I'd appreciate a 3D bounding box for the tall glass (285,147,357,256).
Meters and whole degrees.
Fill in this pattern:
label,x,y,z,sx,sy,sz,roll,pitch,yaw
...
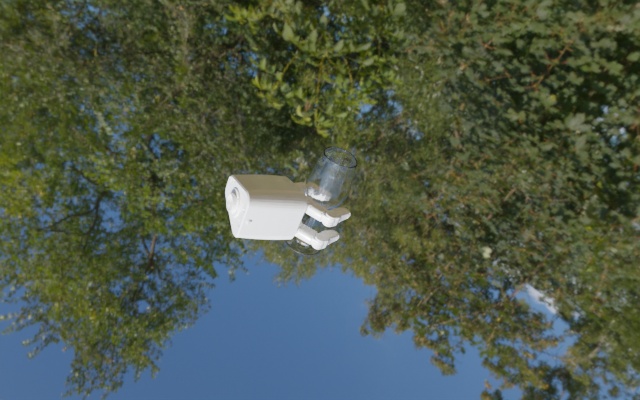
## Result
label,x,y,z,sx,sy,sz,roll,pitch,yaw
tall glass,0.000,0.003,0.861,0.079,0.201,0.079,17,33,-11
